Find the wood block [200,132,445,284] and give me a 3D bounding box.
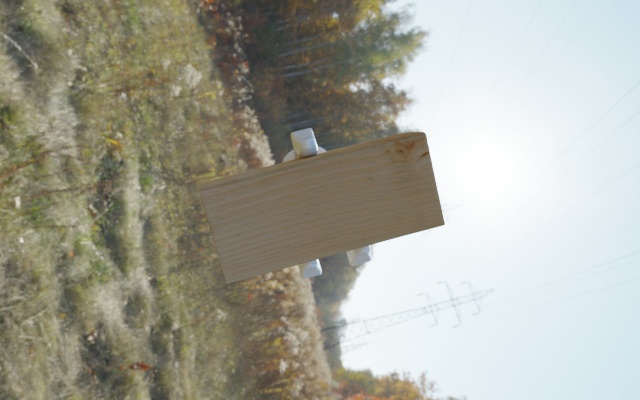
[{"bbox_3d":[0.000,0.001,0.466,0.206,0.091,0.090,-15,9,-4],"label":"wood block"}]
